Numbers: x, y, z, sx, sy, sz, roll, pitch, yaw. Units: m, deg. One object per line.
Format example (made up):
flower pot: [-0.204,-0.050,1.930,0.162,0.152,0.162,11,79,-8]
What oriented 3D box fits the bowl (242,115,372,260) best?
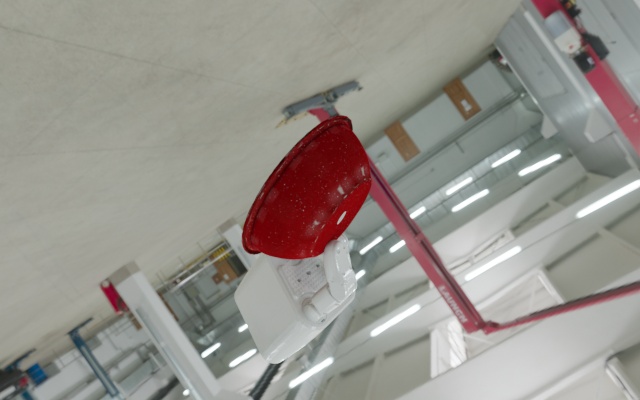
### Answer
bowl: [0.001,0.001,0.454,0.055,0.162,0.162,37,11,15]
